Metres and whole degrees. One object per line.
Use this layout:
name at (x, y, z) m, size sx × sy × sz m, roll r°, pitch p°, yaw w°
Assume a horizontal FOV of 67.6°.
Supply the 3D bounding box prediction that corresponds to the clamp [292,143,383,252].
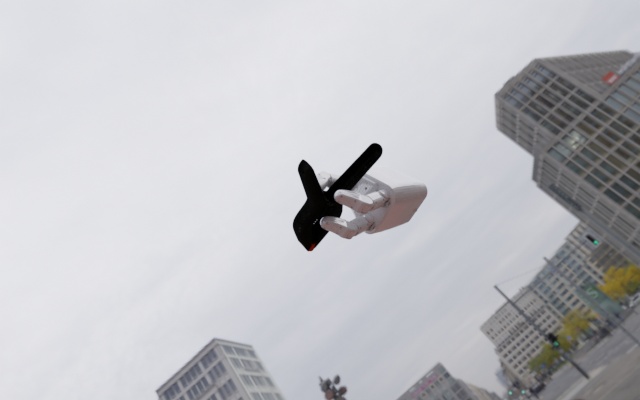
clamp at (0.000, 0.002, 0.746) m, size 0.164 × 0.210 × 0.036 m, roll -10°, pitch 48°, yaw -45°
